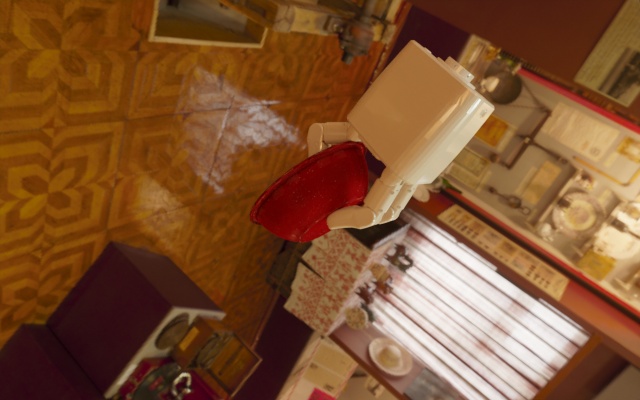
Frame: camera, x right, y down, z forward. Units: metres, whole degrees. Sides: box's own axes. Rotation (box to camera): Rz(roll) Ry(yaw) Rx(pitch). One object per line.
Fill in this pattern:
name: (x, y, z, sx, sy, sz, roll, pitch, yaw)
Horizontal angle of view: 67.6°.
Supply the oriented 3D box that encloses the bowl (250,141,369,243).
bowl: (0.000, 0.003, 0.560, 0.162, 0.055, 0.162, -31, -14, -9)
